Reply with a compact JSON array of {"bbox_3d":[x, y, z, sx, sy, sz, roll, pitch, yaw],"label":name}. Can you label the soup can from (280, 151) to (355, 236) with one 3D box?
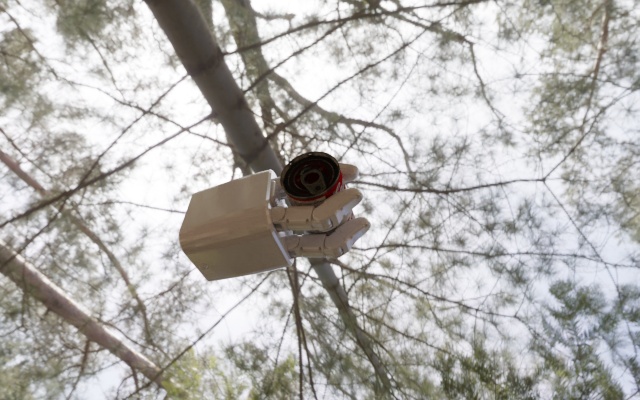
[{"bbox_3d":[0.001,0.002,0.560,0.068,0.068,0.102,0,-38,18],"label":"soup can"}]
